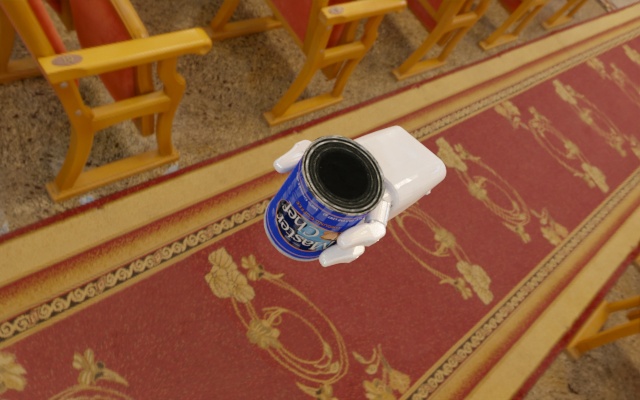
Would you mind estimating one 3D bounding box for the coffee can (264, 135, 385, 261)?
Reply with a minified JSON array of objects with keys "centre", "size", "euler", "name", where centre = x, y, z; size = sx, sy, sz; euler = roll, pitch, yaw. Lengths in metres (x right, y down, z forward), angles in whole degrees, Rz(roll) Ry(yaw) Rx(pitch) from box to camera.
[{"centre":[0.000,0.002,0.583],"size":[0.103,0.102,0.140],"euler":[0,-27,-26],"name":"coffee can"}]
